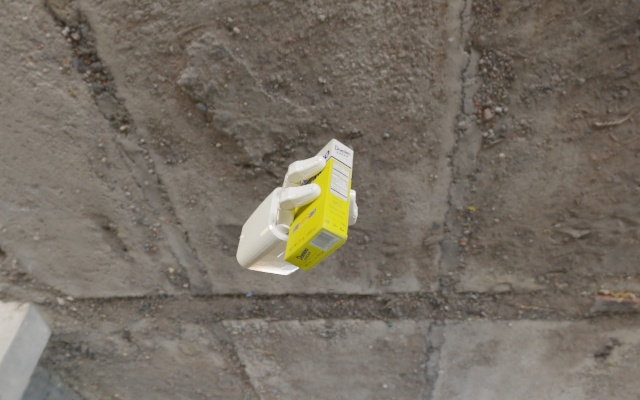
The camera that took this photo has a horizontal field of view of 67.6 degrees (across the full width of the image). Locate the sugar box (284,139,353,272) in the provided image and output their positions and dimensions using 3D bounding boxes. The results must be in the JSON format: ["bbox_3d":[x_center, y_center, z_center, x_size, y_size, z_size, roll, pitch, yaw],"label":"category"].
[{"bbox_3d":[0.000,0.002,0.673,0.048,0.176,0.093,28,-49,-23],"label":"sugar box"}]
